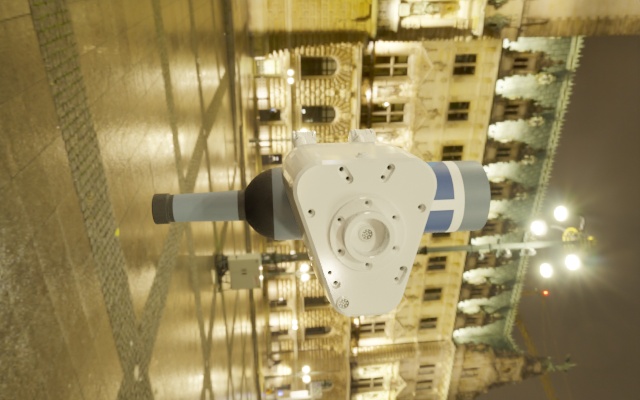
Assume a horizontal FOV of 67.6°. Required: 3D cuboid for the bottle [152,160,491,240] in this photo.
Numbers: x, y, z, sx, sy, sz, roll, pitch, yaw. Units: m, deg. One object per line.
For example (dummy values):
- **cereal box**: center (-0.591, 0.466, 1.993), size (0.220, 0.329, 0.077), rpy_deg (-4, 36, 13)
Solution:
- **bottle**: center (0.000, 0.001, 0.437), size (0.296, 0.069, 0.069), rpy_deg (-2, 0, -6)
